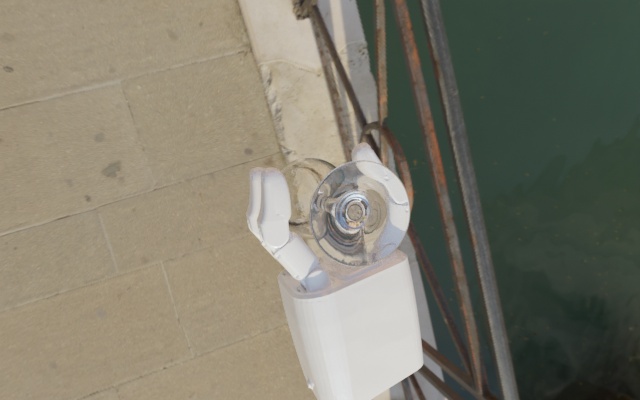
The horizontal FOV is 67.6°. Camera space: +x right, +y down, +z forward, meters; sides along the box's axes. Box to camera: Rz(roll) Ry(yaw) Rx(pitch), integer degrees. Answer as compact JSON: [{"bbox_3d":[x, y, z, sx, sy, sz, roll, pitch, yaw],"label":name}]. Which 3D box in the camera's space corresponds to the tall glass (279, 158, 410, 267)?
[{"bbox_3d":[0.000,0.001,0.421,0.079,0.079,0.201,0,5,-17],"label":"tall glass"}]
